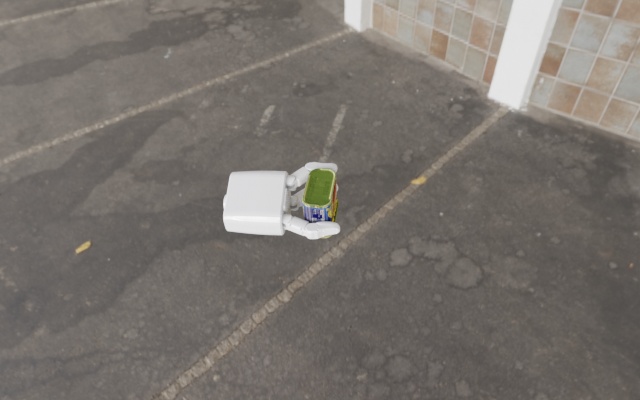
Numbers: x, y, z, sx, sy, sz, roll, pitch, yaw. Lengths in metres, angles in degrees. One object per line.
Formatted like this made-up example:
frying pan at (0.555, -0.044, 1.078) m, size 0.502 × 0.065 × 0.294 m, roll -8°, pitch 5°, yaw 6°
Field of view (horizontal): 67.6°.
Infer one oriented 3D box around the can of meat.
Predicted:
can of meat at (0.000, 0.003, 0.873) m, size 0.057 × 0.102 × 0.084 m, roll 4°, pitch -43°, yaw 8°
